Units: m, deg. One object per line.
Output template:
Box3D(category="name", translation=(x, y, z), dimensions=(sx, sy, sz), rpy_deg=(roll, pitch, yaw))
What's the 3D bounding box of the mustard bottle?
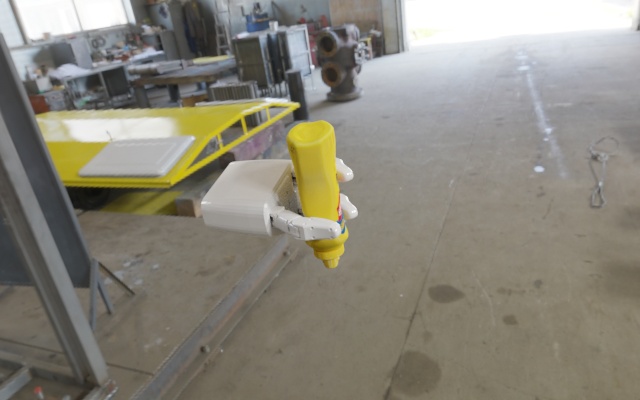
Box3D(category="mustard bottle", translation=(0.000, 0.002, 0.609), dimensions=(0.058, 0.192, 0.096), rpy_deg=(-7, 24, 3))
